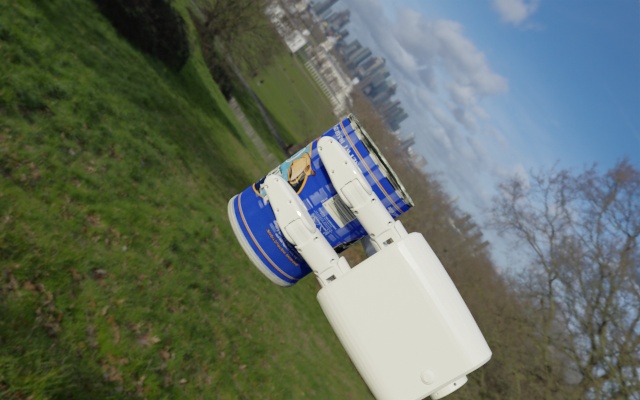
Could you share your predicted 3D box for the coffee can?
[{"bbox_3d":[0.000,0.001,0.448,0.140,0.103,0.103,-34,-8,12],"label":"coffee can"}]
